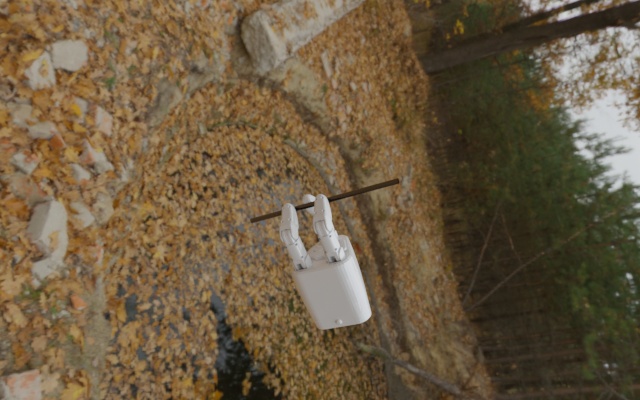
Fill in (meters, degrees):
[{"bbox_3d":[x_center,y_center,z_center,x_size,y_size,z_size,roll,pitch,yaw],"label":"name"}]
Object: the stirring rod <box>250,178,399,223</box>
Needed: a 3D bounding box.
[{"bbox_3d":[0.000,0.002,0.707,0.239,0.011,0.011,-15,-6,21],"label":"stirring rod"}]
